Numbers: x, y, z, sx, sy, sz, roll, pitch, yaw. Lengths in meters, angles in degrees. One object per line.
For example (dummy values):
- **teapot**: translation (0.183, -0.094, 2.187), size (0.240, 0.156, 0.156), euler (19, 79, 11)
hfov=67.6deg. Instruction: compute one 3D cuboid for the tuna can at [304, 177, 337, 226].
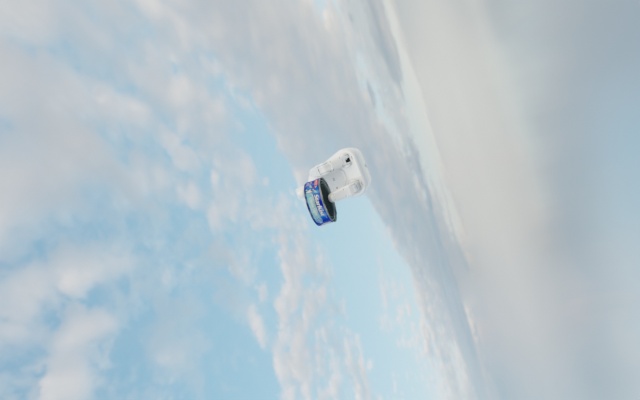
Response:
- **tuna can**: translation (0.000, 0.003, 0.875), size (0.034, 0.086, 0.086), euler (-18, -4, 13)
